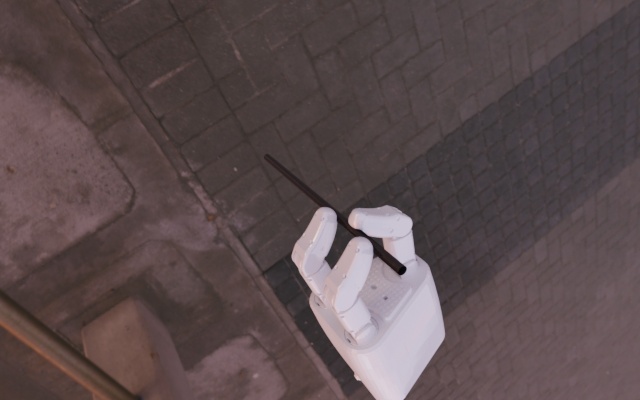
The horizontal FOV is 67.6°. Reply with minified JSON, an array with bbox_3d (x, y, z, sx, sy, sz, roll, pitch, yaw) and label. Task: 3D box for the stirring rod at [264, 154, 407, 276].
[{"bbox_3d":[0.000,0.001,0.438,0.011,0.011,0.239,0,24,-33],"label":"stirring rod"}]
